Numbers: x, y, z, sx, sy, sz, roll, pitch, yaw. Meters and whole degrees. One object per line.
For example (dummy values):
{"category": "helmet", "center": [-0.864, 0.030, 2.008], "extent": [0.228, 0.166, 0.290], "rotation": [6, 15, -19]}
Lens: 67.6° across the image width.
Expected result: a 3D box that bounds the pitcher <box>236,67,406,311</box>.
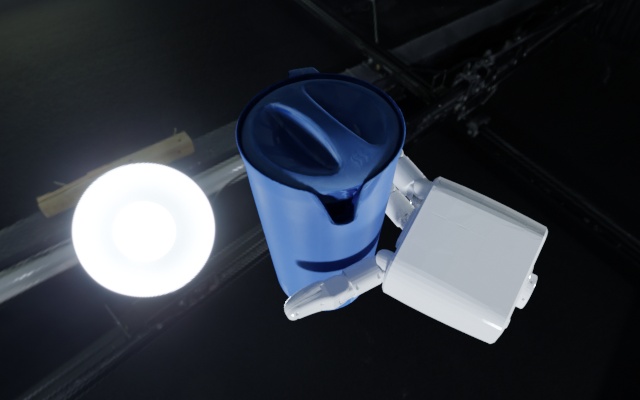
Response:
{"category": "pitcher", "center": [0.000, 0.002, 0.472], "extent": [0.145, 0.149, 0.243], "rotation": [26, -33, 19]}
